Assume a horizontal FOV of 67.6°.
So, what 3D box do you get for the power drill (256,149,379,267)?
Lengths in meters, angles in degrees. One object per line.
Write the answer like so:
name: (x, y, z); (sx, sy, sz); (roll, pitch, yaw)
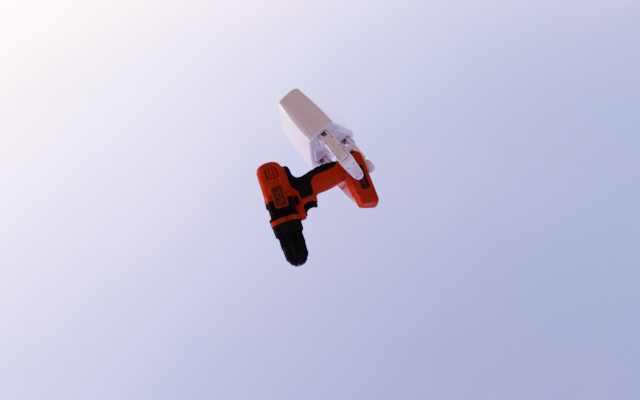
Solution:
power drill: (0.000, 0.002, 0.815); (0.187, 0.184, 0.057); (-17, -10, -13)
